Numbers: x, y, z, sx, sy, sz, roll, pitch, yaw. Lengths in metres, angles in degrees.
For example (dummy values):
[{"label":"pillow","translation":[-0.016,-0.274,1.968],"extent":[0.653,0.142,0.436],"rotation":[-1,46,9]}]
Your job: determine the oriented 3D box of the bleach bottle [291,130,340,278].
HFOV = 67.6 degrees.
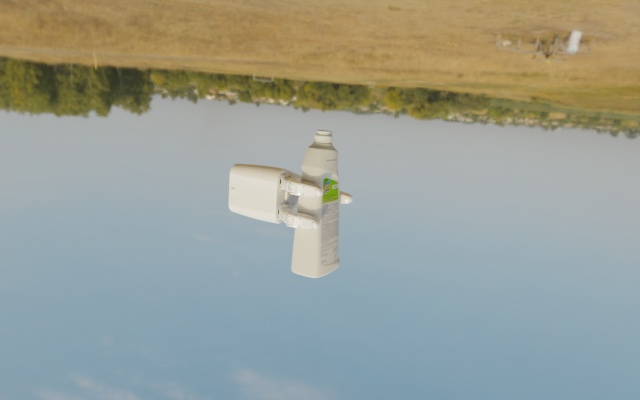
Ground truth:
[{"label":"bleach bottle","translation":[0.000,0.003,0.843],"extent":[0.068,0.251,0.102],"rotation":[11,13,26]}]
